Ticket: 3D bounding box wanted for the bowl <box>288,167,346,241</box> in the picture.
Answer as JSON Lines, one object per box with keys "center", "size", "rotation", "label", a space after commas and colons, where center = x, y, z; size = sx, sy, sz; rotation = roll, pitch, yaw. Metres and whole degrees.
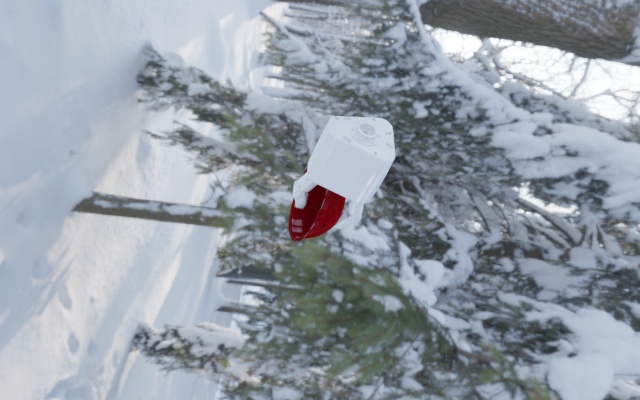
{"center": [0.000, 0.003, 0.857], "size": [0.055, 0.162, 0.162], "rotation": [19, -7, -21], "label": "bowl"}
